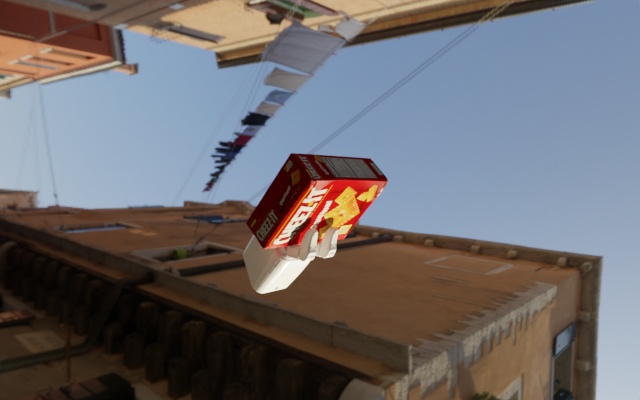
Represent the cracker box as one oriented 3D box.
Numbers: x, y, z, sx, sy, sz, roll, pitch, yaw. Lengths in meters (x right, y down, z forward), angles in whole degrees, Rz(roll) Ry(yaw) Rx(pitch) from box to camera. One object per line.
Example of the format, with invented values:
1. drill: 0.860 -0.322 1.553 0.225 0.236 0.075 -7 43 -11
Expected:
1. cracker box: 0.000 0.003 0.846 0.213 0.164 0.072 -3 47 -48
